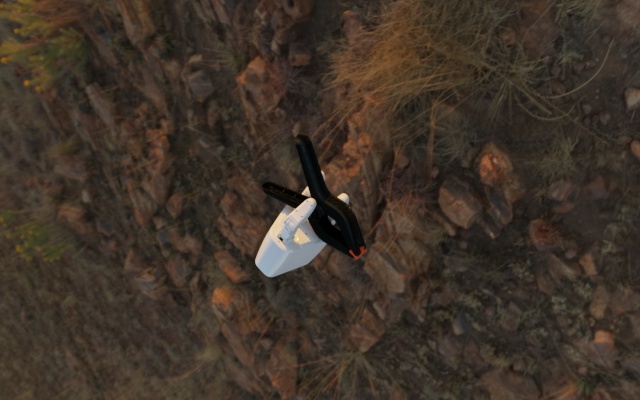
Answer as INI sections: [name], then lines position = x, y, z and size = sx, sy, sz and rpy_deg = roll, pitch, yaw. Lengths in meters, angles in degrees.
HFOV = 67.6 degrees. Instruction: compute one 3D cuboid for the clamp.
[clamp]
position = 0.000, 0.003, 0.761
size = 0.036, 0.210, 0.165
rpy_deg = -38, -12, -38
